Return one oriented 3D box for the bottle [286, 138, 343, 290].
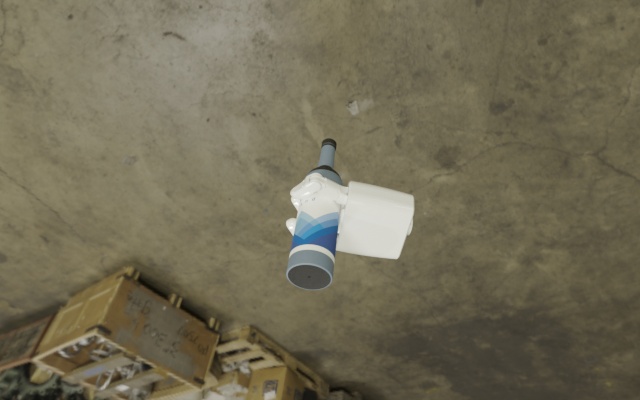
[{"bbox_3d":[0.000,0.003,0.776,0.069,0.295,0.069,5,-43,4],"label":"bottle"}]
